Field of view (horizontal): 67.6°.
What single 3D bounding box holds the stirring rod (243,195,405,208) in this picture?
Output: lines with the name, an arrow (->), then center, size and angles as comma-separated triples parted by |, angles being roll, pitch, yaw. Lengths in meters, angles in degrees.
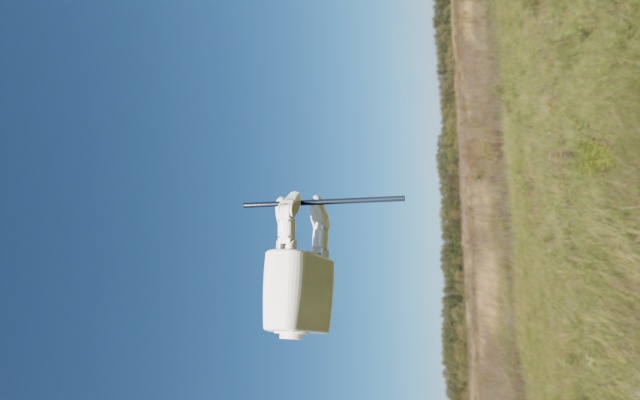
stirring rod -> 0.000, 0.002, 0.690 | 0.239, 0.011, 0.011 | -3, -1, 16
